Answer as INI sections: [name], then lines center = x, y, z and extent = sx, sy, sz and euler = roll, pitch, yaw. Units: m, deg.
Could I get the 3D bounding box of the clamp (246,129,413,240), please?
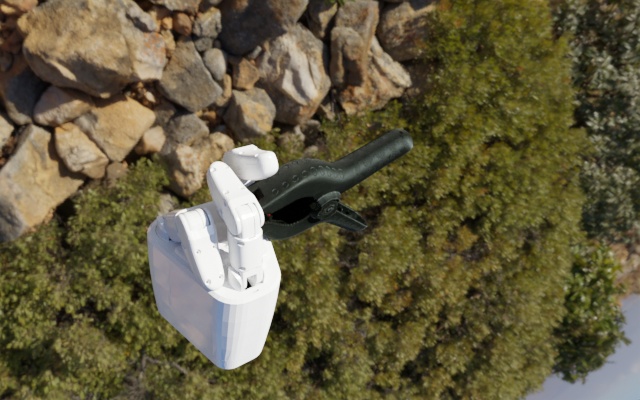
[clamp]
center = 0.000, 0.002, 0.419
extent = 0.171, 0.120, 0.039
euler = -17, 47, -30
